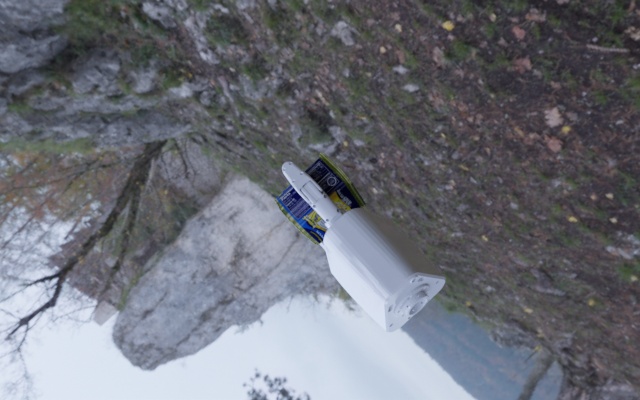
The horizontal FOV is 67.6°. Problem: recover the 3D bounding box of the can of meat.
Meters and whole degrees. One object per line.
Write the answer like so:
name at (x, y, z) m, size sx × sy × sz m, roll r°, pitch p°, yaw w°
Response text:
can of meat at (0.000, 0.002, 0.593) m, size 0.057 × 0.084 × 0.102 m, roll 46°, pitch -1°, yaw 30°
